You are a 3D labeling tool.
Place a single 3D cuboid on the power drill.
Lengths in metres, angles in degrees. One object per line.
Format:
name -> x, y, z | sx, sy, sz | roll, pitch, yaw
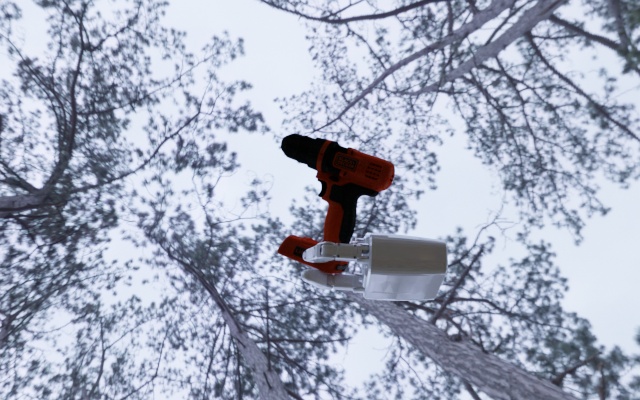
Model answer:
power drill -> 0.000, 0.003, 0.717 | 0.184, 0.187, 0.057 | 20, 4, 21
